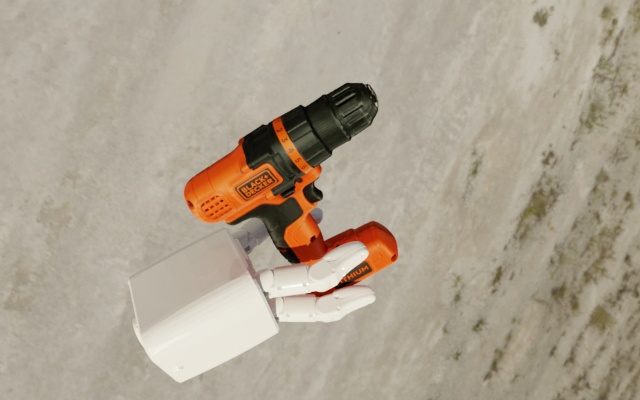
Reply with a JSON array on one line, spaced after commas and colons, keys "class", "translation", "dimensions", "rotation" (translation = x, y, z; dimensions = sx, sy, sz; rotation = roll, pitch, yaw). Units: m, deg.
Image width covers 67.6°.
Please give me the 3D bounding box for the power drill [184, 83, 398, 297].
[{"class": "power drill", "translation": [0.000, 0.002, 0.442], "dimensions": [0.184, 0.188, 0.057], "rotation": [-29, 36, 13]}]
